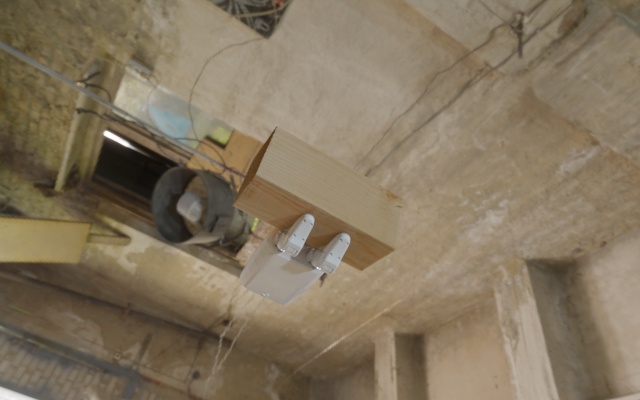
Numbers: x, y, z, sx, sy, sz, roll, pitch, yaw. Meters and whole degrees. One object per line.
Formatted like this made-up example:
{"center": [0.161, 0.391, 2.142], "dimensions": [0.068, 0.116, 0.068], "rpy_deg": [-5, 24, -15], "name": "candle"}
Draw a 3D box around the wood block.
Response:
{"center": [0.000, 0.002, 0.653], "dimensions": [0.206, 0.090, 0.090], "rpy_deg": [28, -39, -15], "name": "wood block"}
